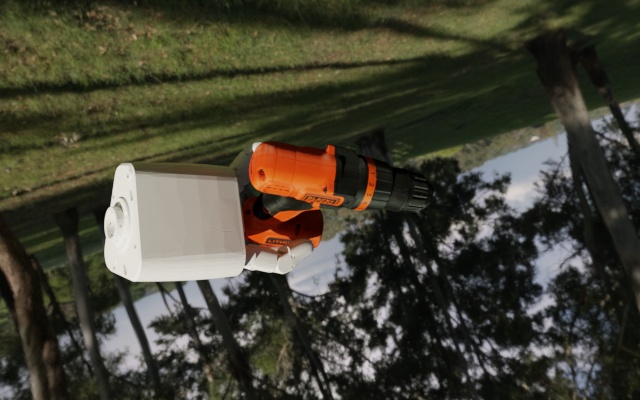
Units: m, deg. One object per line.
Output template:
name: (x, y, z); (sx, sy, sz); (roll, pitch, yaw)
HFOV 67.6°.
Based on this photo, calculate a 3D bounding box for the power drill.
power drill: (0.000, 0.002, 0.511); (0.184, 0.057, 0.188); (11, -24, -19)
